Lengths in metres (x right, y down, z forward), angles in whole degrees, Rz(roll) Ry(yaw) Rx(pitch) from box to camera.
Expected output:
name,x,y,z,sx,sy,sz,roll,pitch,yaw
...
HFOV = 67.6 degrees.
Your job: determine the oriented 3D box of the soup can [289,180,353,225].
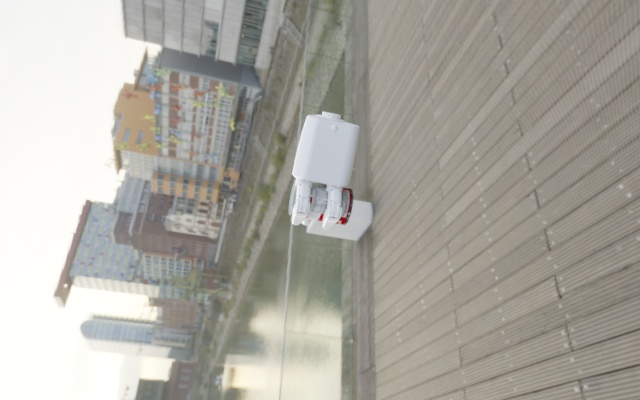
name,x,y,z,sx,sy,sz,roll,pitch,yaw
soup can,0.000,0.003,0.851,0.102,0.068,0.068,10,-2,-12
